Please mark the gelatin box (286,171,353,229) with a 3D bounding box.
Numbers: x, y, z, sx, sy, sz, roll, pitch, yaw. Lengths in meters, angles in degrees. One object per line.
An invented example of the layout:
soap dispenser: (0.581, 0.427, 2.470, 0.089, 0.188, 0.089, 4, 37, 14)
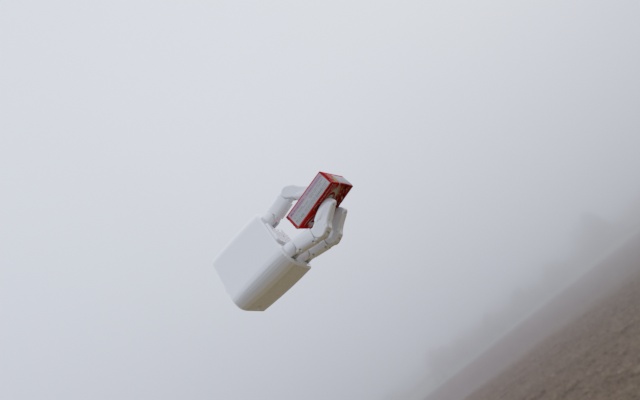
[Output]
gelatin box: (0.000, 0.002, 0.708, 0.030, 0.089, 0.073, 43, 16, 24)
